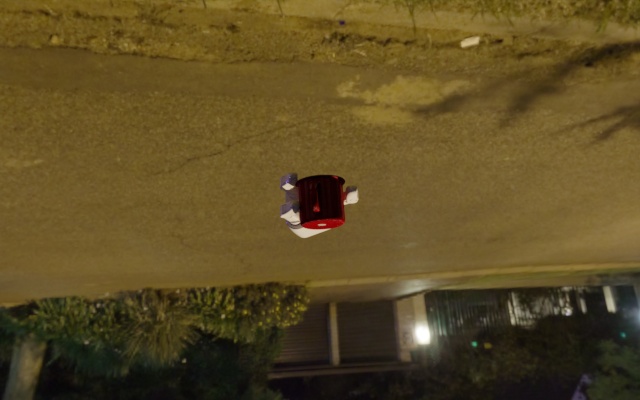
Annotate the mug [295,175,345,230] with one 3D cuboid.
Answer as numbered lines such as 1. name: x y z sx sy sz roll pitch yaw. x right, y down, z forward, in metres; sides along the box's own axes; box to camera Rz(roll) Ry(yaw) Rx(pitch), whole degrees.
1. mug: 0.000 0.003 0.858 0.093 0.081 0.117 -6 -16 8
